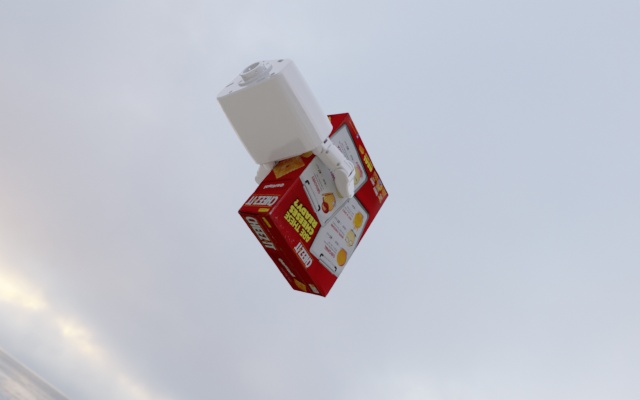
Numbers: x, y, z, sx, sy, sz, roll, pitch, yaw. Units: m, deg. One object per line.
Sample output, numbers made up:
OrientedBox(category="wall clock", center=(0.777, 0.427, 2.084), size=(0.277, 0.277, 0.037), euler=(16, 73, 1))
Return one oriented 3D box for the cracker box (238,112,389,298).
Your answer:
OrientedBox(category="cracker box", center=(0.000, 0.002, 0.689), size=(0.072, 0.164, 0.213), euler=(2, 44, 41))
